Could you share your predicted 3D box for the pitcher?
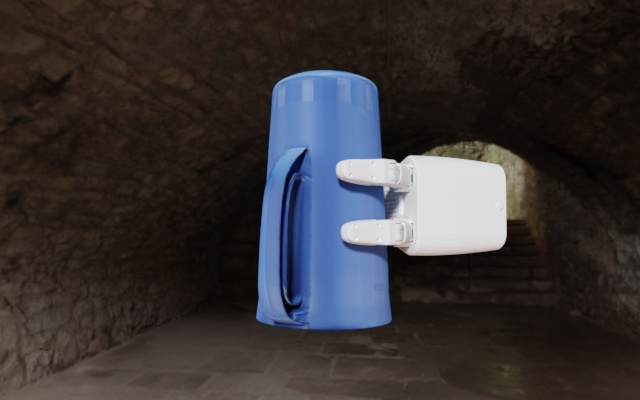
[{"bbox_3d":[0.000,0.002,0.470,0.145,0.243,0.149,1,-4,-18],"label":"pitcher"}]
